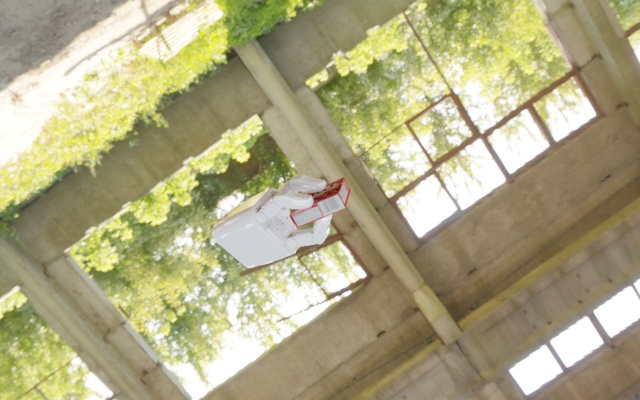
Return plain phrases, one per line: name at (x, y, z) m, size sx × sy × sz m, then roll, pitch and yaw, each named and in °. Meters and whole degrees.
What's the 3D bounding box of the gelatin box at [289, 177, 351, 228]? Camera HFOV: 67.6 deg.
gelatin box at (0.001, 0.003, 0.761) m, size 0.089 × 0.030 × 0.073 m, roll -23°, pitch 17°, yaw 19°
